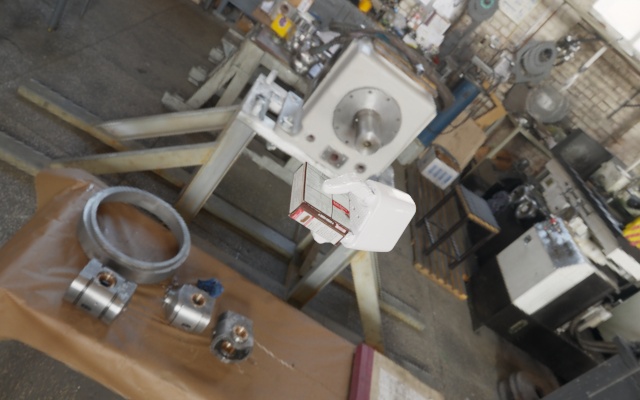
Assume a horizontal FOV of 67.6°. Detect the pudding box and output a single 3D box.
[{"bbox_3d":[0.000,0.002,0.722,0.090,0.039,0.113,33,28,-20],"label":"pudding box"}]
